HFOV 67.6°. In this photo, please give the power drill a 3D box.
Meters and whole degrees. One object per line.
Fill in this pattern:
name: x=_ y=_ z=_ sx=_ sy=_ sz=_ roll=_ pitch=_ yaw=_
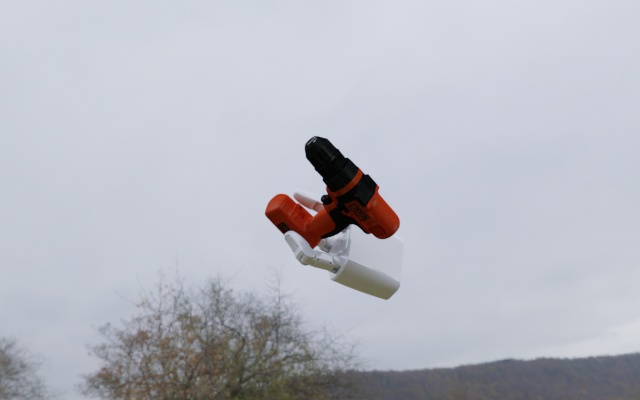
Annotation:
power drill: x=0.000 y=0.003 z=0.713 sx=0.188 sy=0.184 sz=0.057 roll=-22 pitch=26 yaw=46
